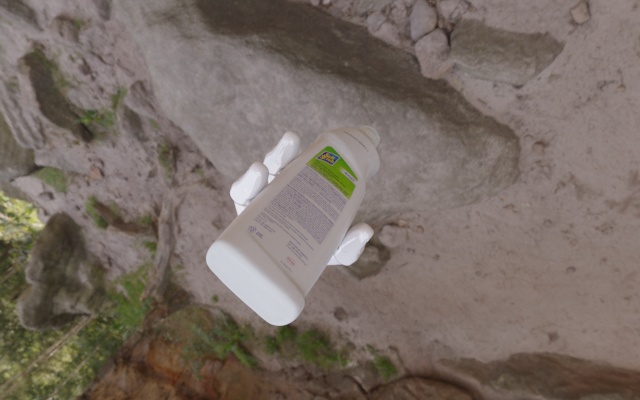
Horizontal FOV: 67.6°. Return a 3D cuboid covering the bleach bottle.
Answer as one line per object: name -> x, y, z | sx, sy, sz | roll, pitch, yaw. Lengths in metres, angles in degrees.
bleach bottle -> 0.000, 0.002, 0.497 | 0.250, 0.102, 0.068 | -49, 3, -38
